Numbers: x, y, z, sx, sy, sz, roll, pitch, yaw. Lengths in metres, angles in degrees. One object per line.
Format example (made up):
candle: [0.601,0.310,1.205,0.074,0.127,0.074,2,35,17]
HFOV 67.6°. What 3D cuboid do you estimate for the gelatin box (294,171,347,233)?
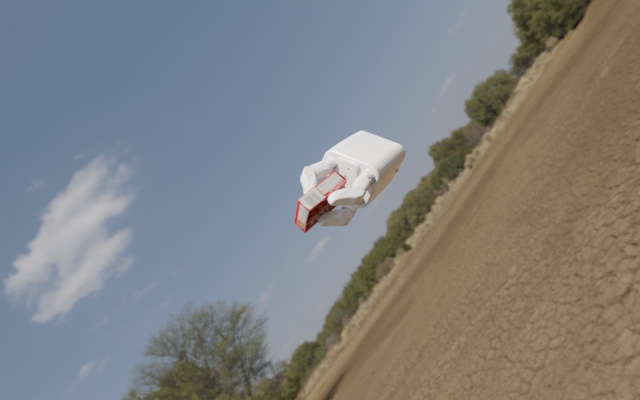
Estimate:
gelatin box: [0.000,0.002,0.778,0.089,0.030,0.073,-39,-19,-28]
